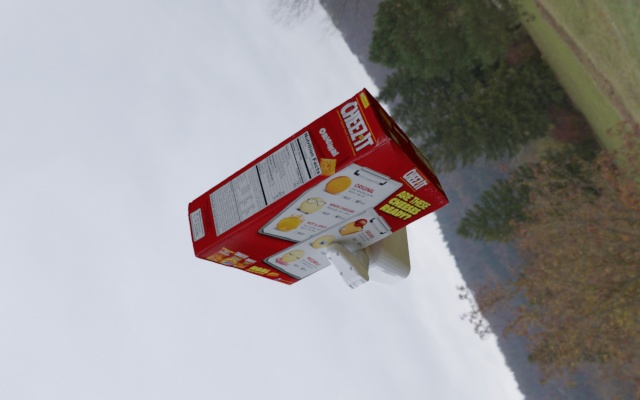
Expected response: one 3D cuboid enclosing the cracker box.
[{"bbox_3d":[0.000,0.002,0.488,0.214,0.072,0.164,-31,-32,19],"label":"cracker box"}]
